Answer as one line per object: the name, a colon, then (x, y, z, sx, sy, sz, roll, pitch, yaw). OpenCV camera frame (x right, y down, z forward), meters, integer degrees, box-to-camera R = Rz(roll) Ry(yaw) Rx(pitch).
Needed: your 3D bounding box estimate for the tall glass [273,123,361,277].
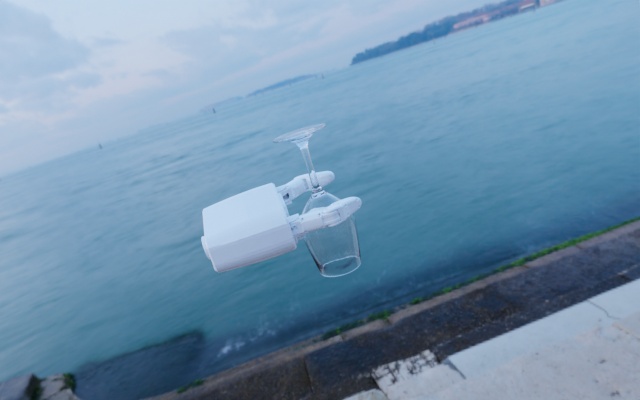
tall glass: (0.000, 0.001, 0.654, 0.079, 0.201, 0.079, -16, 14, 4)
